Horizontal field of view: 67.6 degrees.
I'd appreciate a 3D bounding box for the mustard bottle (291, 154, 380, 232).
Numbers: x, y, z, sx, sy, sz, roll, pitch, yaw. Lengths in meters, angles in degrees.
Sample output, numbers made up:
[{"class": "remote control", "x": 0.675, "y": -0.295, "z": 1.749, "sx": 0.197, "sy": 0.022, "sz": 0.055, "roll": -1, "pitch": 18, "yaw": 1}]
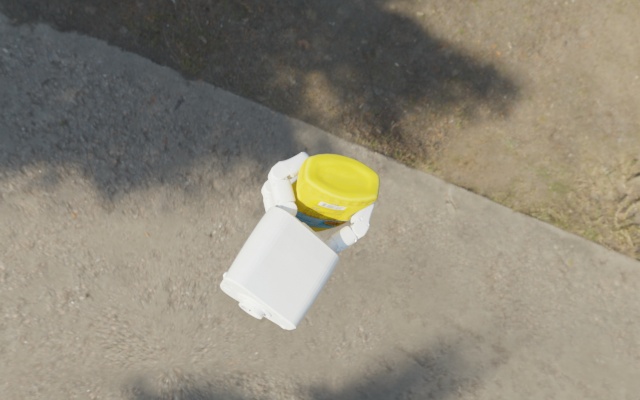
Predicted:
[{"class": "mustard bottle", "x": 0.000, "y": 0.002, "z": 0.639, "sx": 0.096, "sy": 0.058, "sz": 0.192, "roll": 12, "pitch": -21, "yaw": -14}]
